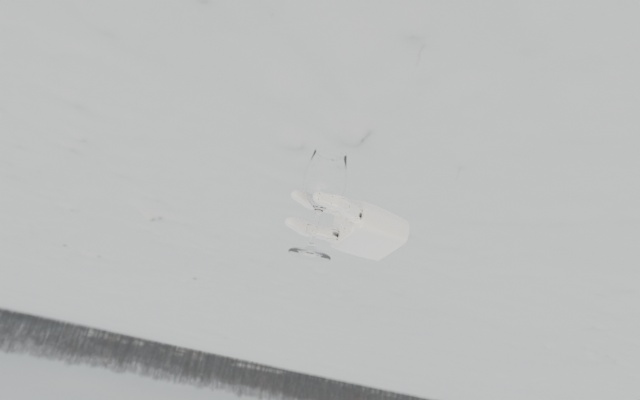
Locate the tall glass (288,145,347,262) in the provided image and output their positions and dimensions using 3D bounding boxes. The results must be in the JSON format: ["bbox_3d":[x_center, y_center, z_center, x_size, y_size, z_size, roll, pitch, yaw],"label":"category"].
[{"bbox_3d":[0.000,0.003,0.853,0.079,0.201,0.079,10,-20,4],"label":"tall glass"}]
